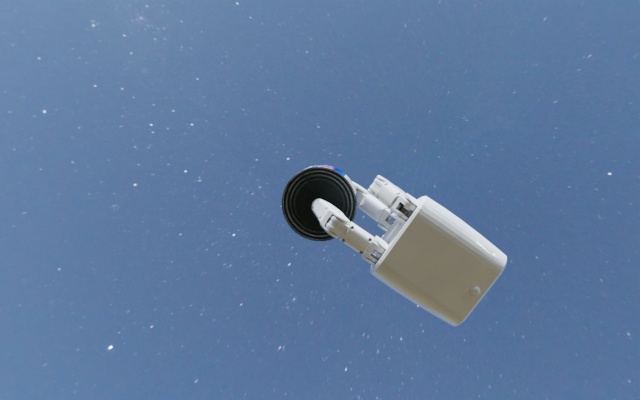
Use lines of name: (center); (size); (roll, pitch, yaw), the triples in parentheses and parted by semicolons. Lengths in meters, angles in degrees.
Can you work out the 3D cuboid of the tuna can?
tuna can: (0.000, 0.002, 0.554); (0.086, 0.086, 0.033); (0, 10, 7)
